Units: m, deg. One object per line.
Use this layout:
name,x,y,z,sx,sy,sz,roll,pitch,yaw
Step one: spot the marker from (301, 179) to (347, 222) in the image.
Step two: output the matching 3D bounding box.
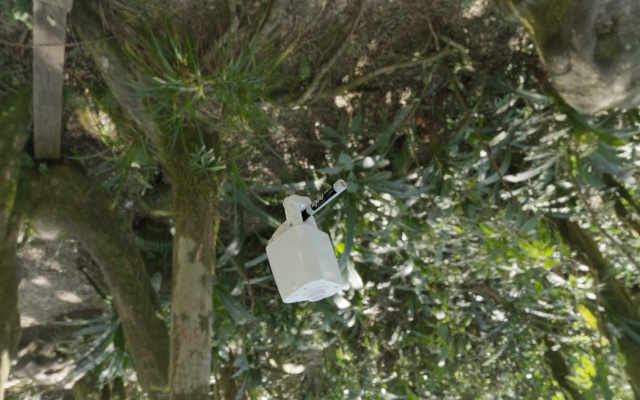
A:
marker,0.000,0.003,0.855,0.020,0.020,0.121,0,-32,-49
